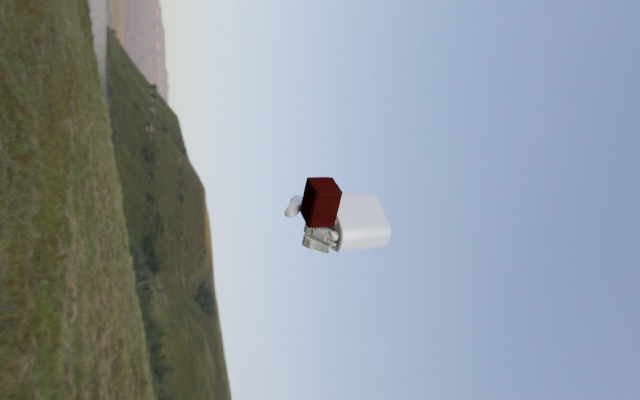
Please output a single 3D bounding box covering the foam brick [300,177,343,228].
[{"bbox_3d":[0.000,0.003,0.854,0.051,0.078,0.053,-2,35,-22],"label":"foam brick"}]
